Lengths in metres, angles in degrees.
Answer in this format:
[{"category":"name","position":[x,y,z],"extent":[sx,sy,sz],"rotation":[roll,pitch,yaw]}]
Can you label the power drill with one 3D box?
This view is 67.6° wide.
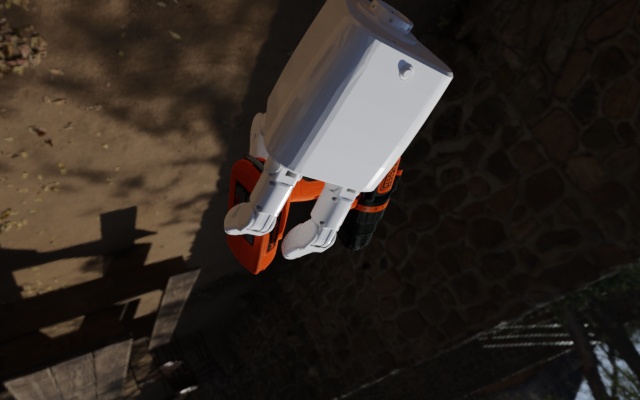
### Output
[{"category":"power drill","position":[0.000,0.002,0.474],"extent":[0.187,0.185,0.057],"rotation":[-23,47,-37]}]
